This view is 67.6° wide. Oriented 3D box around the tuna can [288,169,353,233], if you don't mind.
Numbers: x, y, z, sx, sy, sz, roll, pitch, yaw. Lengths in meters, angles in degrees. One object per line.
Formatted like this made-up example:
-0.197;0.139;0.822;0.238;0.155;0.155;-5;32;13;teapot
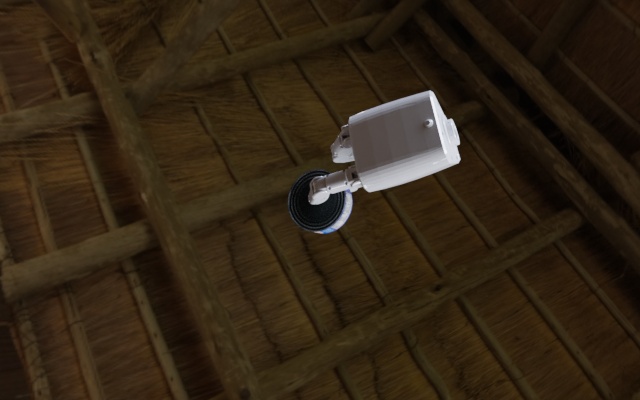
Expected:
0.000;0.002;0.657;0.086;0.086;0.034;0;-10;24;tuna can
